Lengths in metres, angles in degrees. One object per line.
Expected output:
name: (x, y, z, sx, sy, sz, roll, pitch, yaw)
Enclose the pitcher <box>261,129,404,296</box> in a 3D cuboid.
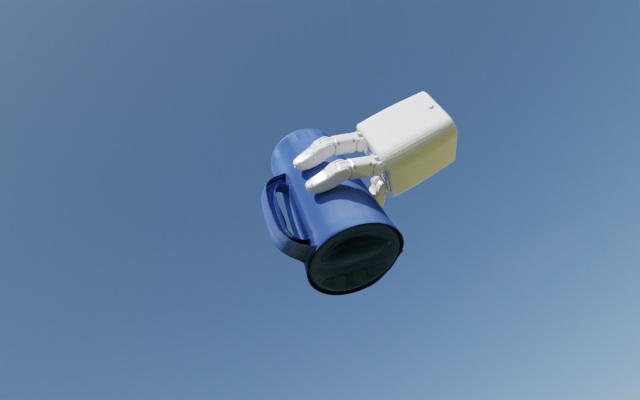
pitcher: (0.000, 0.002, 0.679, 0.145, 0.242, 0.149, -28, -44, 1)
